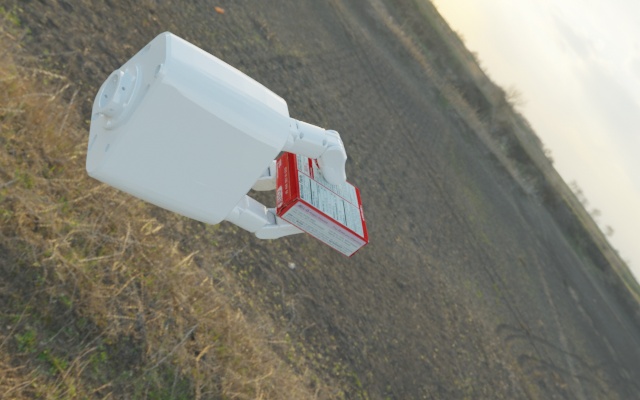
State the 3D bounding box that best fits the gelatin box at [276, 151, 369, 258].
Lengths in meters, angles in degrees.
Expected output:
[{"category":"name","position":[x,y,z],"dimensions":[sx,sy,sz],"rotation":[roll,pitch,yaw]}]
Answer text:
[{"category":"gelatin box","position":[0.001,0.001,0.436],"dimensions":[0.089,0.073,0.030],"rotation":[31,-58,-30]}]
